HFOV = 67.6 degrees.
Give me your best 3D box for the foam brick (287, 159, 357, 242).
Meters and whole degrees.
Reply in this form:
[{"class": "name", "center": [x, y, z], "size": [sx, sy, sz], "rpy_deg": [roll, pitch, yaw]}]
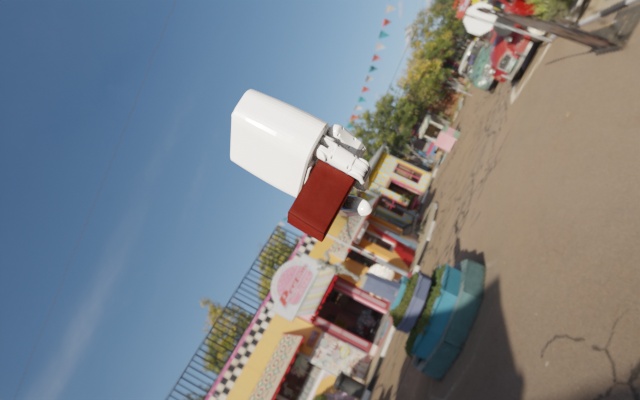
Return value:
[{"class": "foam brick", "center": [0.000, 0.002, 0.572], "size": [0.051, 0.078, 0.053], "rpy_deg": [29, -17, 3]}]
